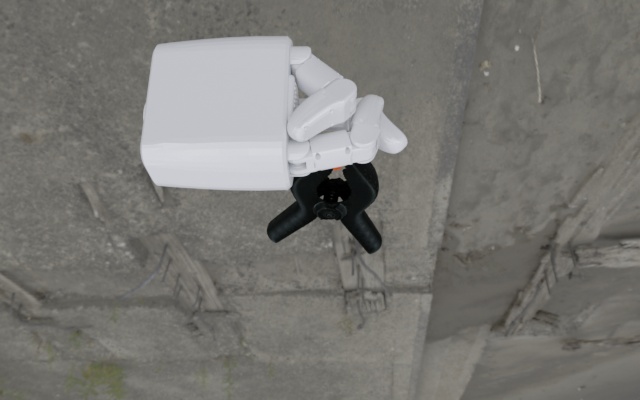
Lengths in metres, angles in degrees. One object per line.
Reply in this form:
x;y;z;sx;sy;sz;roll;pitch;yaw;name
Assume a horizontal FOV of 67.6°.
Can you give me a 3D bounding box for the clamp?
0.000;0.002;0.448;0.120;0.039;0.172;-3;-36;2;clamp
